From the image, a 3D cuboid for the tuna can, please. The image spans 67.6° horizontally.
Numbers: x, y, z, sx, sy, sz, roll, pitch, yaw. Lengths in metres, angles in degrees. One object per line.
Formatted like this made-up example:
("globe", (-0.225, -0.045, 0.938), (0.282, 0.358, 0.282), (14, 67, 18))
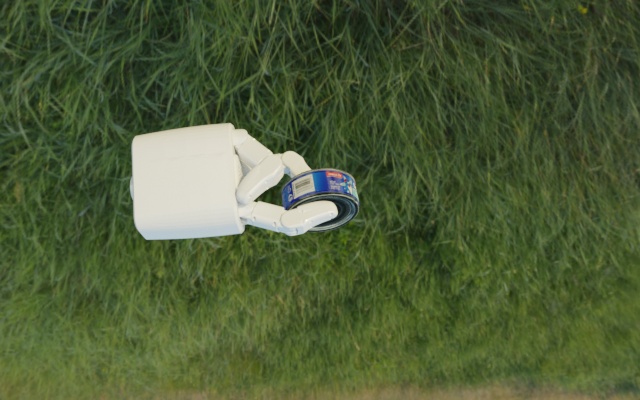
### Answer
("tuna can", (0.000, 0.002, 0.536), (0.086, 0.033, 0.086), (-7, -31, -4))
